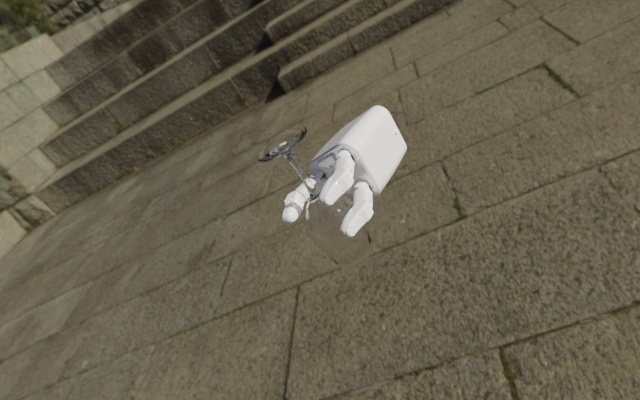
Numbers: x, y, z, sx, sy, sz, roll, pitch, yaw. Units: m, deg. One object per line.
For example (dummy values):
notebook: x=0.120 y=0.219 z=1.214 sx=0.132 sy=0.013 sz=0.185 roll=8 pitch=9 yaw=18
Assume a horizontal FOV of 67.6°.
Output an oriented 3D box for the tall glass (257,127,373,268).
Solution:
tall glass: x=0.000 y=0.002 z=0.652 sx=0.079 sy=0.201 sz=0.079 roll=-26 pitch=27 yaw=14
